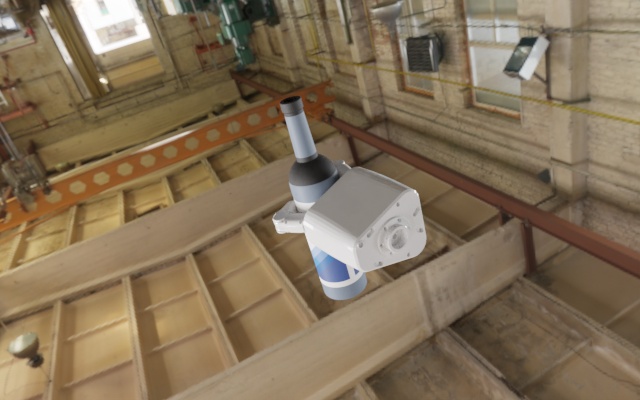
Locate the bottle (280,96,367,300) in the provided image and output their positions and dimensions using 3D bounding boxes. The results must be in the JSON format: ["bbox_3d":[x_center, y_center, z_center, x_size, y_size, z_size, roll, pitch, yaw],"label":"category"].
[{"bbox_3d":[0.000,0.002,0.651,0.069,0.296,0.069,-13,27,7],"label":"bottle"}]
